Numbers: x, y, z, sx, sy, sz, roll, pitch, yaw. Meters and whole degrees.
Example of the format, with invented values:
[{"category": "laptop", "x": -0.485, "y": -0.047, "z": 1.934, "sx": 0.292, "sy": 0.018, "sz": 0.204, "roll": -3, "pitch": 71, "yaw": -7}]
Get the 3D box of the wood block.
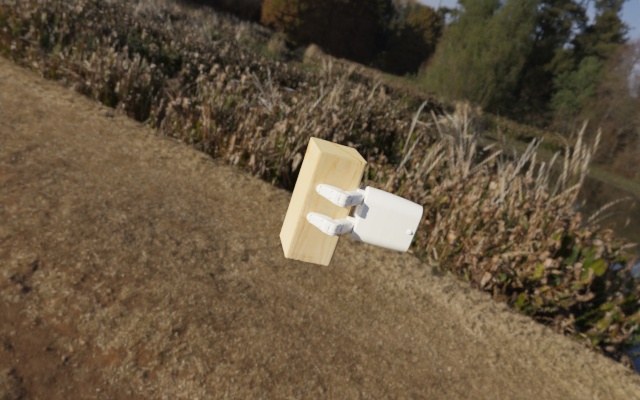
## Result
[{"category": "wood block", "x": 0.000, "y": 0.003, "z": 0.873, "sx": 0.090, "sy": 0.206, "sz": 0.090, "roll": 13, "pitch": 20, "yaw": -16}]
